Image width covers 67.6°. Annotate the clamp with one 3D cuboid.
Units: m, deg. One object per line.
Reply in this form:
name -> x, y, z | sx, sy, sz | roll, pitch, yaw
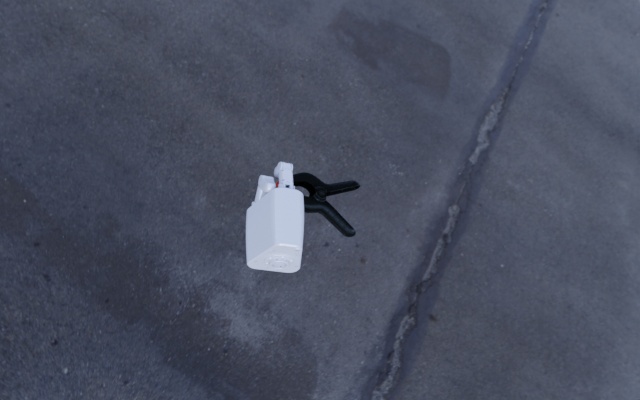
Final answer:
clamp -> 0.000, 0.002, 0.888 | 0.171, 0.120, 0.039 | 10, -35, -20
